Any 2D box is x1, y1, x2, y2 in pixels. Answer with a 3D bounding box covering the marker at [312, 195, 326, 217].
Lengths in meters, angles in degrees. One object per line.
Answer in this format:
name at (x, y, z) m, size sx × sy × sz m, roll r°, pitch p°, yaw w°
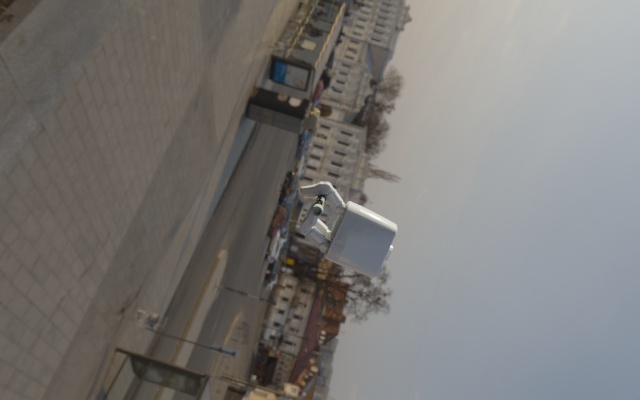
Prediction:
marker at (0.000, 0.003, 0.875) m, size 0.020 × 0.020 × 0.121 m, roll 0°, pitch 15°, yaw 6°
